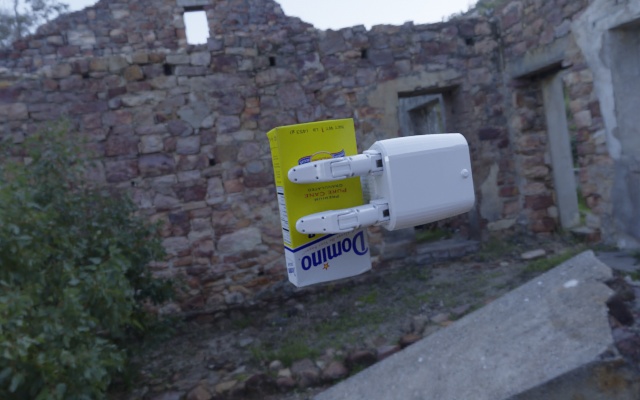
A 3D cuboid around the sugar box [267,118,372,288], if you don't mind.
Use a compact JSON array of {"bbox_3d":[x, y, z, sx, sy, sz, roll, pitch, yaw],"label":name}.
[{"bbox_3d":[0.000,0.002,0.539,0.093,0.176,0.048,-11,4,-18],"label":"sugar box"}]
